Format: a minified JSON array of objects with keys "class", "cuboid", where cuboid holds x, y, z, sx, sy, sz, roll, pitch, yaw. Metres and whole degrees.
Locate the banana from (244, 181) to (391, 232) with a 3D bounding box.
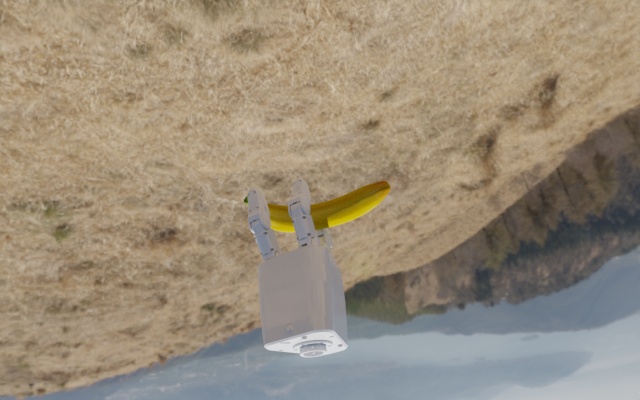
[{"class":"banana","cuboid":[-0.001,0.013,0.658,0.198,0.037,0.070,-8,-34,3]}]
